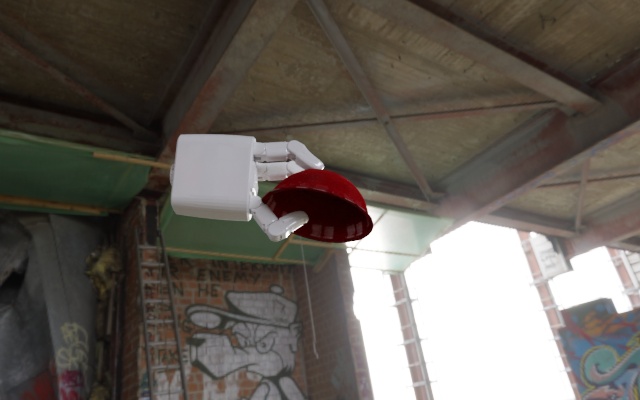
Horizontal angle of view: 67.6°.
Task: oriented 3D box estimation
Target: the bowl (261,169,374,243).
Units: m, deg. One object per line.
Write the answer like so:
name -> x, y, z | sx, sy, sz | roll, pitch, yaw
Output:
bowl -> 0.001, 0.002, 0.681 | 0.162, 0.055, 0.162 | 11, -28, 6
